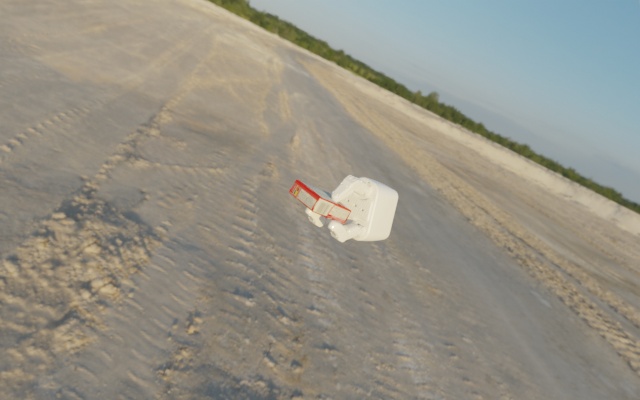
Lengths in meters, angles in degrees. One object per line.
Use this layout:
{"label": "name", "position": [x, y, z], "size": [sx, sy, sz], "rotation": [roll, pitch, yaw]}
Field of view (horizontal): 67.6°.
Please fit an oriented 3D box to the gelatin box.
{"label": "gelatin box", "position": [0.000, 0.002, 0.824], "size": [0.089, 0.030, 0.073], "rotation": [23, 12, -46]}
